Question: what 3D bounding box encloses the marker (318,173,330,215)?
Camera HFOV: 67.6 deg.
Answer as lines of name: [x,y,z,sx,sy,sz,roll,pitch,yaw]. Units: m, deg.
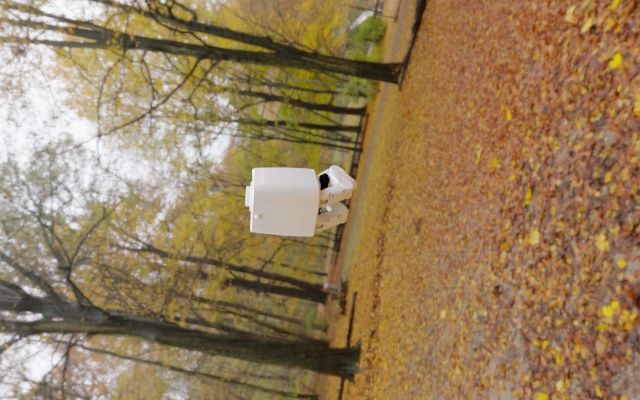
marker: [0.000,0.003,0.835,0.020,0.121,0.020,6,40,-5]
